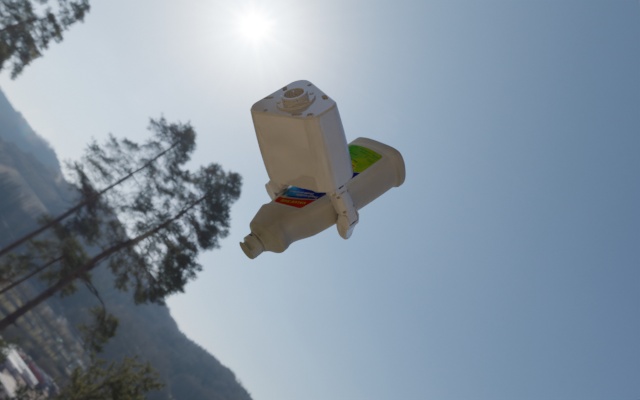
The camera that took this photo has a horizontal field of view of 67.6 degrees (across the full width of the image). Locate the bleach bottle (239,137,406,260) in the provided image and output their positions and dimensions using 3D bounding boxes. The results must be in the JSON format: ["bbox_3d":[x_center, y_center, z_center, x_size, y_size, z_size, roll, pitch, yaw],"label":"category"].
[{"bbox_3d":[0.000,0.002,0.668,0.250,0.068,0.102,-36,43,-26],"label":"bleach bottle"}]
